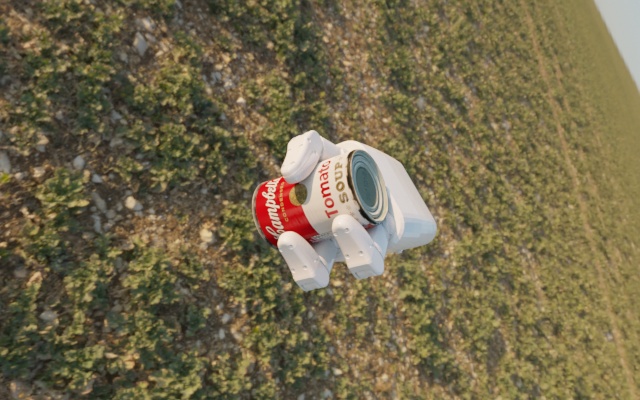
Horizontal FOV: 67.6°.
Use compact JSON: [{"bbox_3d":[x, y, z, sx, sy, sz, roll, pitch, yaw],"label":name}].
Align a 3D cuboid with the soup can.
[{"bbox_3d":[0.000,0.001,0.422,0.102,0.068,0.068,-18,-9,30],"label":"soup can"}]
